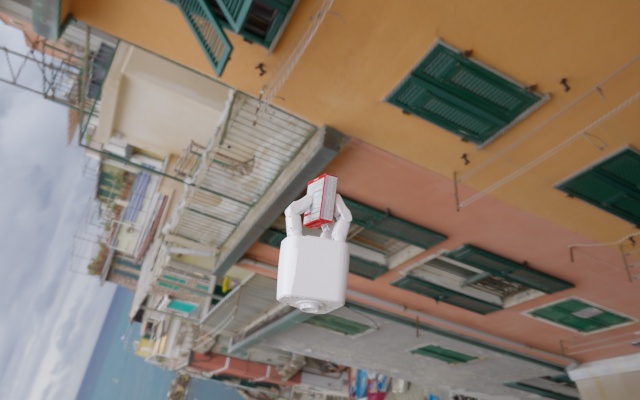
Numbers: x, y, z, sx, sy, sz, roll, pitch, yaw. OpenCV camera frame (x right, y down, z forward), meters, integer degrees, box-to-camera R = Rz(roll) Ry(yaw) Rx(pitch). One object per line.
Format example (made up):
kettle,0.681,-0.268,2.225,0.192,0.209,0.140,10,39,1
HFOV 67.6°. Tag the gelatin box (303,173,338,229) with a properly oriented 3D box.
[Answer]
gelatin box,0.000,0.002,0.869,0.030,0.089,0.073,13,-16,-23
